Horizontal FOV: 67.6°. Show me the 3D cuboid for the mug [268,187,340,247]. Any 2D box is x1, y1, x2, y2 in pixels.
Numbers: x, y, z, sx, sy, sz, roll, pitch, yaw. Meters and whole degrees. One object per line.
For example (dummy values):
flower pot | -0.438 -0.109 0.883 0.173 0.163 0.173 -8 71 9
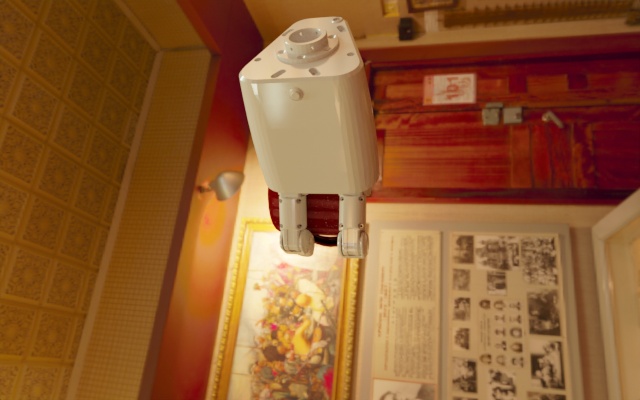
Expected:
mug | 0.000 0.003 0.479 0.081 0.117 0.093 1 43 13
